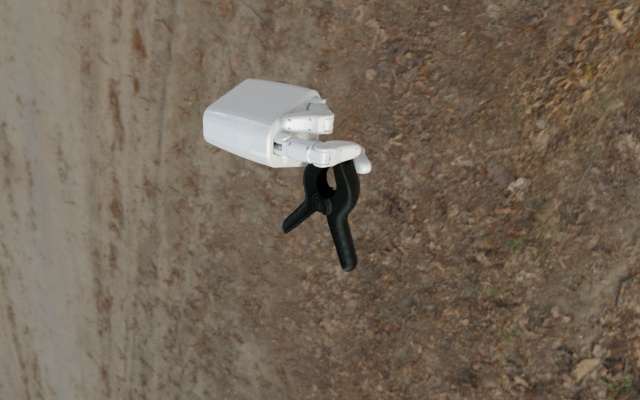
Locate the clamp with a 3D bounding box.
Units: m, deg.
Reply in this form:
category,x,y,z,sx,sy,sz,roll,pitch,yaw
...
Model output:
category,x,y,z,sx,sy,sz,roll,pitch,yaw
clamp,0.000,0.002,0.614,0.120,0.171,0.039,18,30,25
